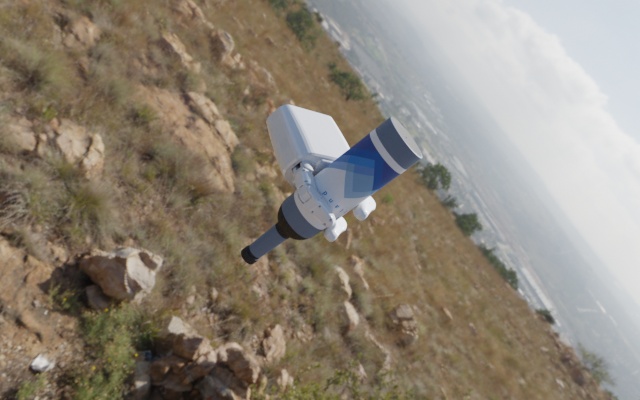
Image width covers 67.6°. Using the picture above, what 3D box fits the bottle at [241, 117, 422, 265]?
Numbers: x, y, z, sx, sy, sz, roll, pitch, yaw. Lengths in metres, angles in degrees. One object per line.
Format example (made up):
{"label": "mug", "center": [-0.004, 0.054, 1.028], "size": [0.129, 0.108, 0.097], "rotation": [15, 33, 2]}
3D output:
{"label": "bottle", "center": [0.000, 0.002, 0.659], "size": [0.296, 0.069, 0.069], "rotation": [-37, -16, 22]}
